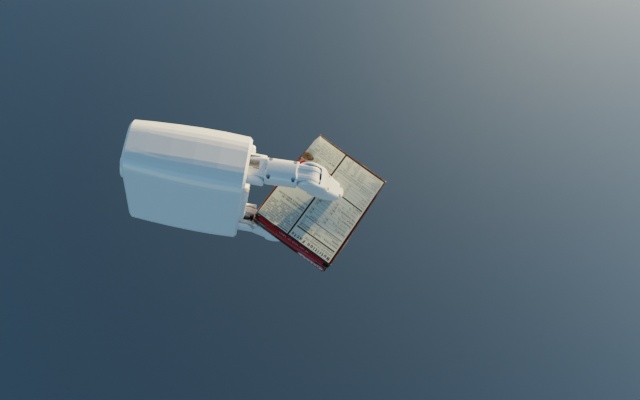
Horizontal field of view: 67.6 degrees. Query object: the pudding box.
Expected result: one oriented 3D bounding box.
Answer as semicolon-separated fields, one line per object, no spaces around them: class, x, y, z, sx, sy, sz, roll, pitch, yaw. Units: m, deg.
pudding box;0.000;0.002;0.487;0.090;0.113;0.039;36;-19;1
